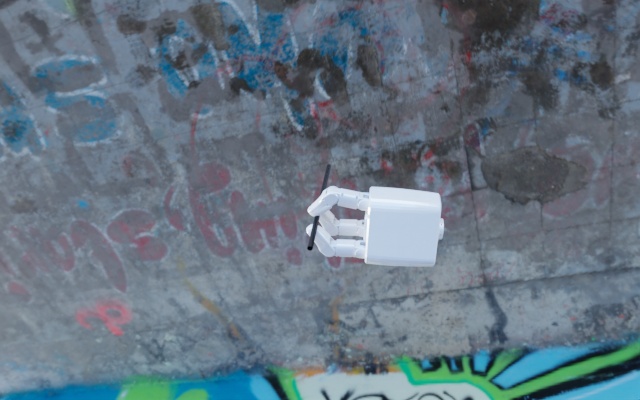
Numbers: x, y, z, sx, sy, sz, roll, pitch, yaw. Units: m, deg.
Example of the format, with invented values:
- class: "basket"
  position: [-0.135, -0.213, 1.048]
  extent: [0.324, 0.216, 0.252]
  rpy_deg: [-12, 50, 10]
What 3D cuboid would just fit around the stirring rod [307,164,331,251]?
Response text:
- class: "stirring rod"
  position: [0.000, 0.002, 0.774]
  extent: [0.011, 0.011, 0.239]
  rpy_deg: [0, 33, 9]
